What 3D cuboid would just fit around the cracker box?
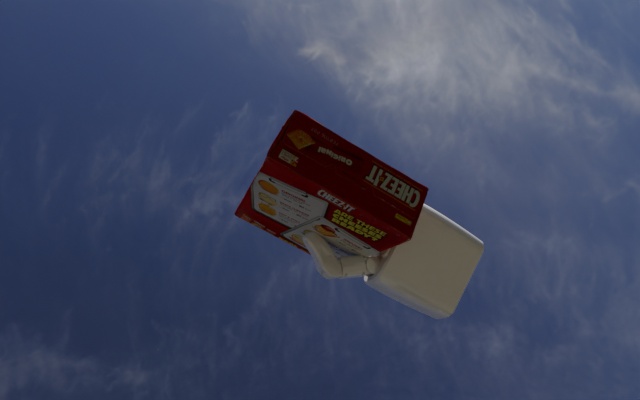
[{"bbox_3d":[0.000,0.002,0.562,0.164,0.072,0.214,29,-23,-8],"label":"cracker box"}]
